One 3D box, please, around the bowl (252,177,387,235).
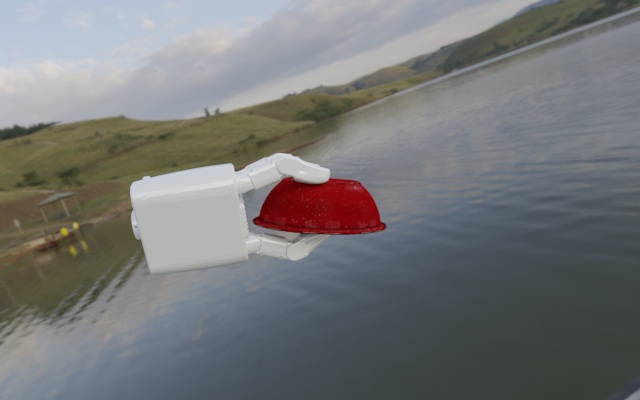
[{"bbox_3d":[0.001,0.001,0.574,0.162,0.055,0.162,3,5,0],"label":"bowl"}]
